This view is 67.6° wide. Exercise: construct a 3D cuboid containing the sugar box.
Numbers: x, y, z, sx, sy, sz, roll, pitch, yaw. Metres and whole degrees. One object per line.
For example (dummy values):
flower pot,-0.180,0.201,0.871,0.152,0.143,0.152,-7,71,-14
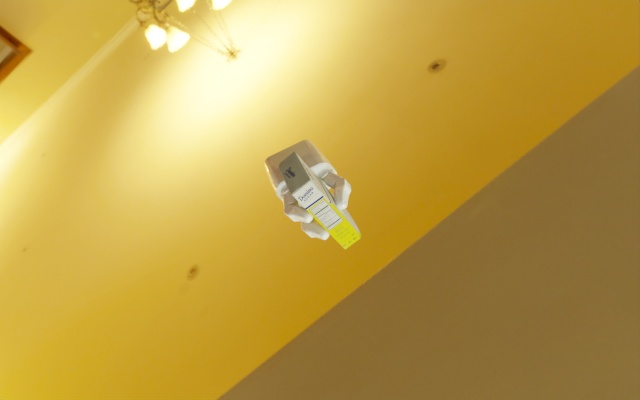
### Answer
sugar box,0.000,0.003,0.830,0.176,0.048,0.093,44,11,-39
